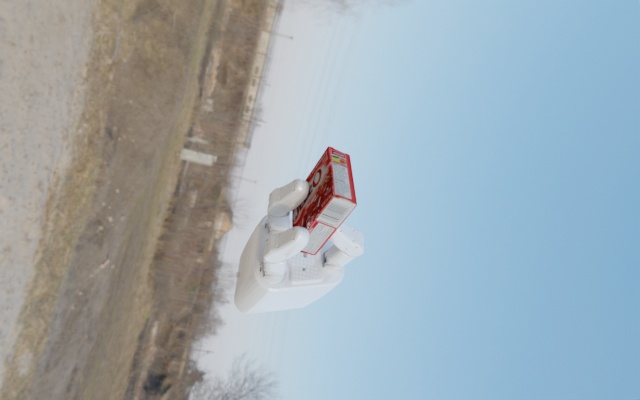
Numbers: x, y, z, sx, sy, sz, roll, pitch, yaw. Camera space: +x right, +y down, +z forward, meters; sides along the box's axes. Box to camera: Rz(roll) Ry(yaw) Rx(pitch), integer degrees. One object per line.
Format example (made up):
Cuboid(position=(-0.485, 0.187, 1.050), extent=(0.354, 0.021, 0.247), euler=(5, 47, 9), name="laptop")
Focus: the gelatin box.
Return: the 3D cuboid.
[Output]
Cuboid(position=(0.001, 0.002, 0.490), extent=(0.030, 0.073, 0.089), euler=(19, -49, -22), name="gelatin box")
